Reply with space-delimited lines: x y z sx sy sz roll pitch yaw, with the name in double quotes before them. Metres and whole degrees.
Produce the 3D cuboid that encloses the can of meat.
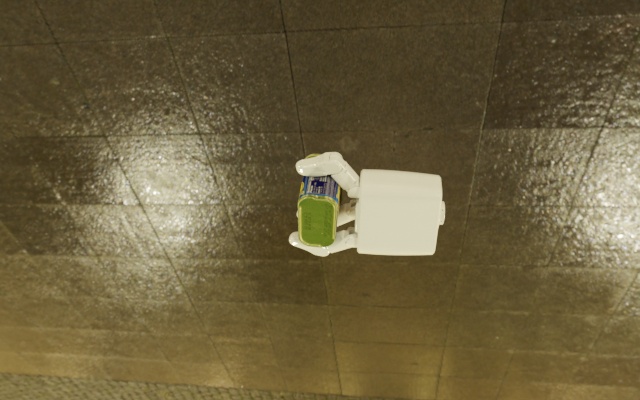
"can of meat" 0.000 0.002 0.655 0.057 0.102 0.083 5 45 4
